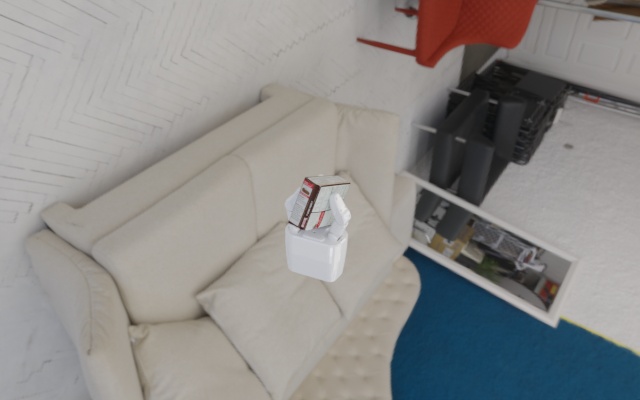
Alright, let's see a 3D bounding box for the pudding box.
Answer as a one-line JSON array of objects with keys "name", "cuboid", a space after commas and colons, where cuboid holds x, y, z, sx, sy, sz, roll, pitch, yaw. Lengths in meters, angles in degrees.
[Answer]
[{"name": "pudding box", "cuboid": [0.000, 0.003, 0.854, 0.039, 0.090, 0.113, 28, 18, 25]}]
